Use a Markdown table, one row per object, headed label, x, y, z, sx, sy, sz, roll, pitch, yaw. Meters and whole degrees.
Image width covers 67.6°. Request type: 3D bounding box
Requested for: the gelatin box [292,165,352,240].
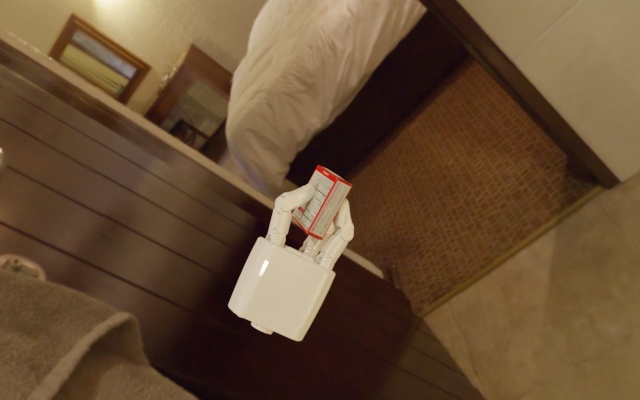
| label | x | y | z | sx | sy | sz | roll | pitch | yaw |
| --- | --- | --- | --- | --- | --- | --- | --- | --- | --- |
| gelatin box | 0.000 | 0.002 | 0.676 | 0.030 | 0.089 | 0.073 | 25 | 7 | -27 |
